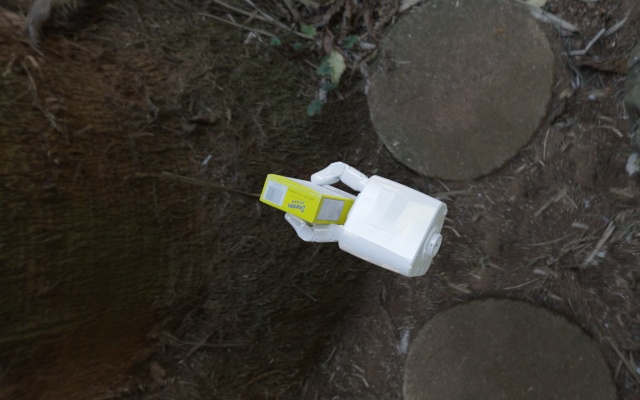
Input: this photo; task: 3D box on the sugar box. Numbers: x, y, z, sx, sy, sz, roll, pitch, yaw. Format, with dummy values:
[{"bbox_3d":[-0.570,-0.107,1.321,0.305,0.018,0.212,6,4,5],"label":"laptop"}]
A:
[{"bbox_3d":[0.000,0.003,0.705,0.093,0.048,0.176,23,5,28],"label":"sugar box"}]
